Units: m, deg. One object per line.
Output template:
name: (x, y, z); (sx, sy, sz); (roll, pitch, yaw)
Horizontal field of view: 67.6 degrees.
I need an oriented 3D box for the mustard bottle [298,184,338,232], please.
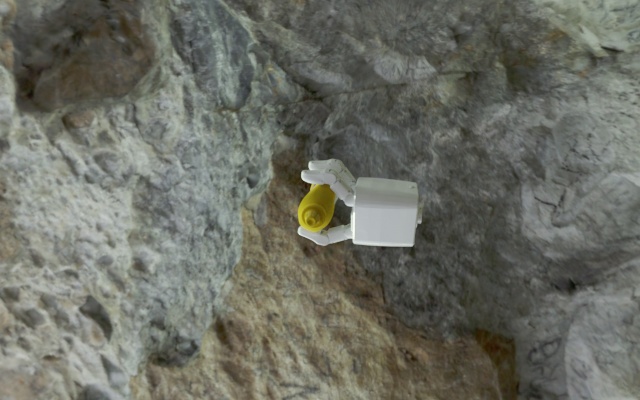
mustard bottle: (0.000, 0.003, 0.844); (0.058, 0.096, 0.191); (27, 21, -1)
